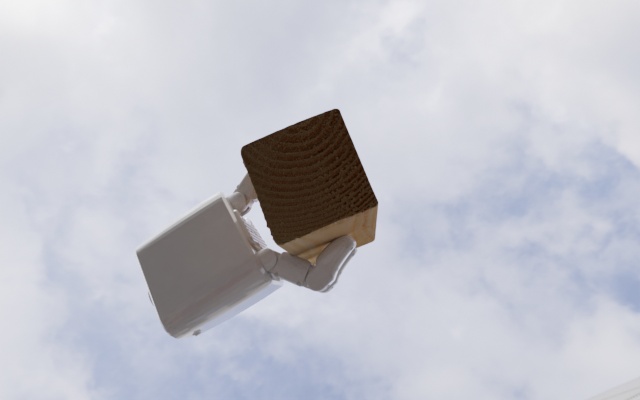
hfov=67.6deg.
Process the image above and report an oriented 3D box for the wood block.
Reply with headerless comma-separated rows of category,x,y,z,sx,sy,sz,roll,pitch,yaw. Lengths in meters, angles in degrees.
wood block,0.000,0.001,0.477,0.090,0.090,0.206,-22,-13,0
